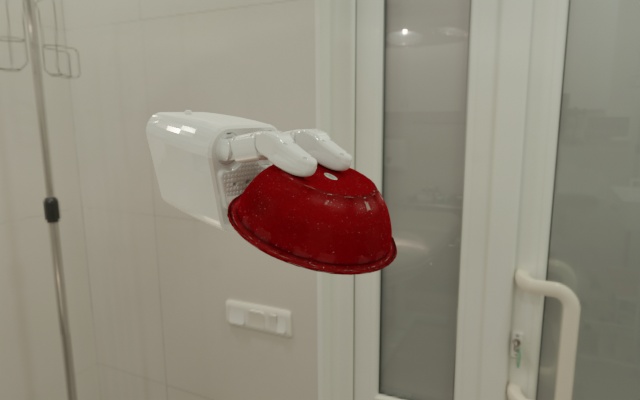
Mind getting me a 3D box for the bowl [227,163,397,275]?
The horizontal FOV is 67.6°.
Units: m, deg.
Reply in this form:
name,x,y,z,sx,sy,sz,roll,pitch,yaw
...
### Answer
name,x,y,z,sx,sy,sz,roll,pitch,yaw
bowl,0.001,0.002,0.437,0.162,0.055,0.162,14,21,-6
